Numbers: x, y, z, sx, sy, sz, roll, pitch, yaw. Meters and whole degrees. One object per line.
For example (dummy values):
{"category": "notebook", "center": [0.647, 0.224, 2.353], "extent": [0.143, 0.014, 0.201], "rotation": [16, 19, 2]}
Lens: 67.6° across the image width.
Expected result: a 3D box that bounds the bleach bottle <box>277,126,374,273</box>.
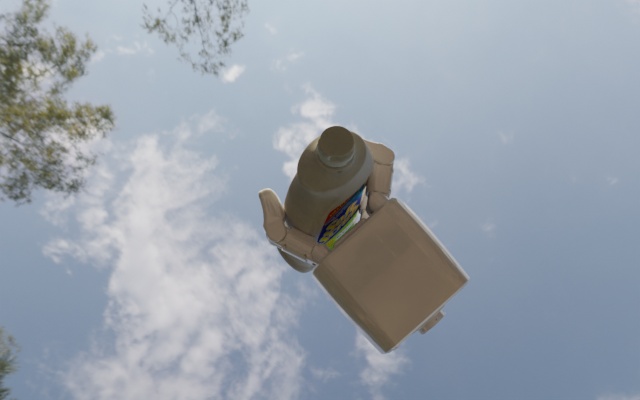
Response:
{"category": "bleach bottle", "center": [0.000, 0.002, 0.495], "extent": [0.102, 0.068, 0.251], "rotation": [-38, -14, -15]}
